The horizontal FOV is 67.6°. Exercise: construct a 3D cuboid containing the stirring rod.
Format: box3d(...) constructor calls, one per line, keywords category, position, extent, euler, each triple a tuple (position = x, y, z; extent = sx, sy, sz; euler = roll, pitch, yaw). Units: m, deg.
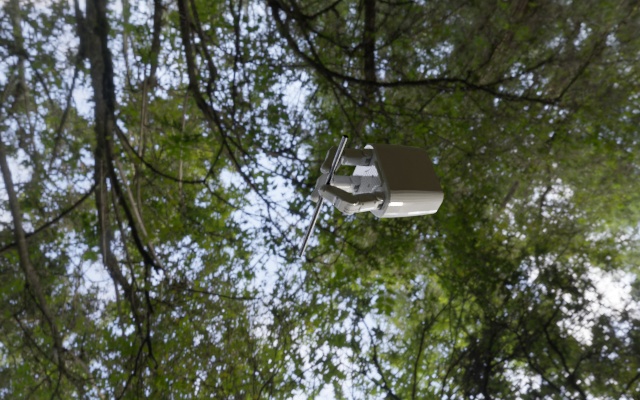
box3d(category="stirring rod", position=(0.000, 0.002, 0.718), extent=(0.011, 0.240, 0.011), euler=(13, 39, -10))
